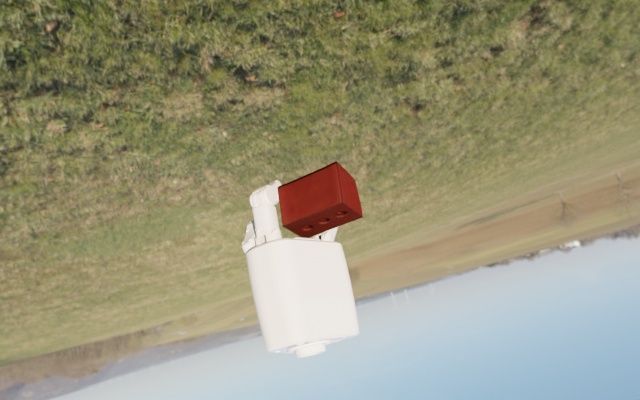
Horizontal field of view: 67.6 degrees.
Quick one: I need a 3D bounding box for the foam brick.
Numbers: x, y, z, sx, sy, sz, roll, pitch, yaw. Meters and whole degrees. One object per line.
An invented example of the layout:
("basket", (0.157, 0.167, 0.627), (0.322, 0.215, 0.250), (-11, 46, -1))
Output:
("foam brick", (0.000, 0.002, 0.535), (0.078, 0.051, 0.053), (-23, -31, 22))
